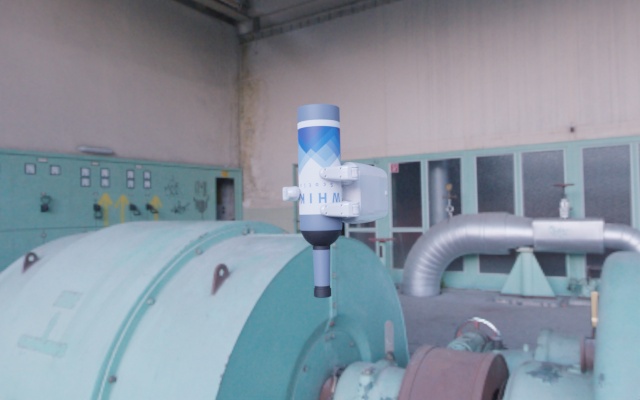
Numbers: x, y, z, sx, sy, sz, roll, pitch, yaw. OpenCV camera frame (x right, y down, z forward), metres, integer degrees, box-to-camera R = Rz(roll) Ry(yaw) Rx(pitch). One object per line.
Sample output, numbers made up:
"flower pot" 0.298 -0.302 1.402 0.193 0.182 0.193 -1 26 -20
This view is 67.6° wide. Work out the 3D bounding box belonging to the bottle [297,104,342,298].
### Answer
"bottle" 0.000 0.002 0.747 0.069 0.295 0.069 -1 -1 0
